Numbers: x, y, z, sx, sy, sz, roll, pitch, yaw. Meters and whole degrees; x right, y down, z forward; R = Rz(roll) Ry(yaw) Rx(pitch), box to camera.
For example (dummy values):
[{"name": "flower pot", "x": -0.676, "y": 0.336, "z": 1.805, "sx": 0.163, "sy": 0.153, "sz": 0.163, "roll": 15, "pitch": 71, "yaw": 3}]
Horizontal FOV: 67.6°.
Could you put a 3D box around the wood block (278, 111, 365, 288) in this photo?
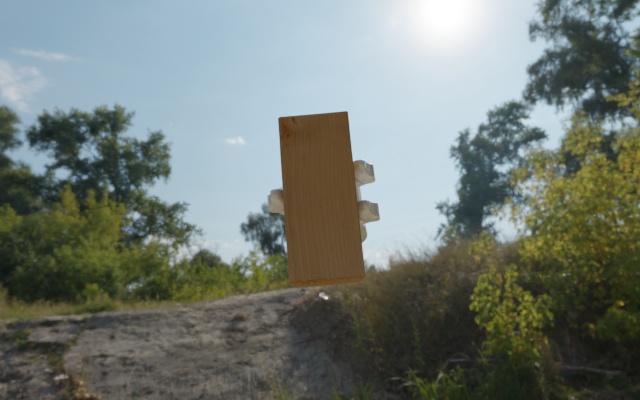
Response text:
[{"name": "wood block", "x": 0.000, "y": 0.002, "z": 0.613, "sx": 0.091, "sy": 0.206, "sz": 0.090, "roll": -5, "pitch": -15, "yaw": 0}]
